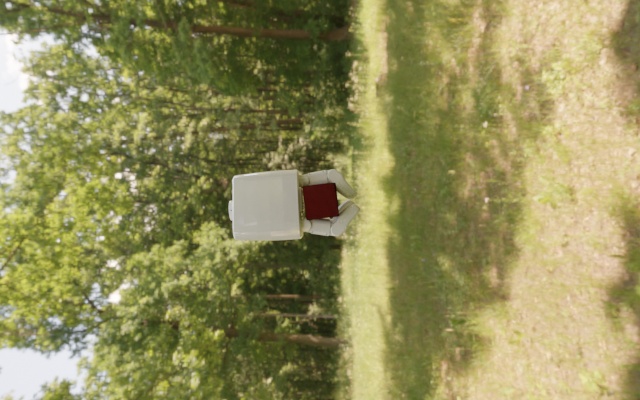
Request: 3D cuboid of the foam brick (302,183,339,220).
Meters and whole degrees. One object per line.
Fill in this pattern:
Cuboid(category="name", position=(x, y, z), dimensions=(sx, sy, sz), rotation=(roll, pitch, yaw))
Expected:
Cuboid(category="foam brick", position=(0.000, 0.002, 0.751), dimensions=(0.051, 0.053, 0.078), rotation=(-6, -2, -1))
